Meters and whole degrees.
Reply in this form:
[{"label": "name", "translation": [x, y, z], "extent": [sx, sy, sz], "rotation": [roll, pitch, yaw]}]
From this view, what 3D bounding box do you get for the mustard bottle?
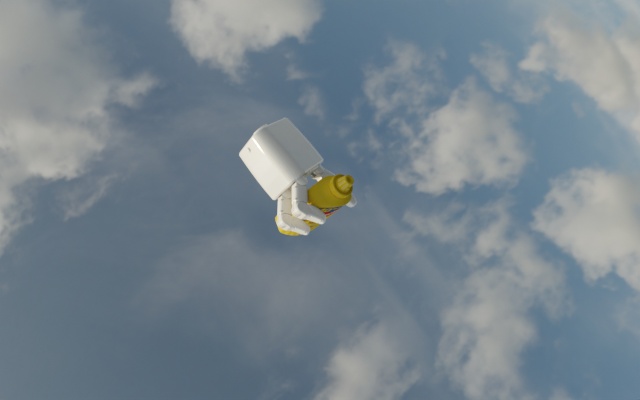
[{"label": "mustard bottle", "translation": [0.000, 0.003, 0.856], "extent": [0.096, 0.058, 0.192], "rotation": [-9, -19, -36]}]
